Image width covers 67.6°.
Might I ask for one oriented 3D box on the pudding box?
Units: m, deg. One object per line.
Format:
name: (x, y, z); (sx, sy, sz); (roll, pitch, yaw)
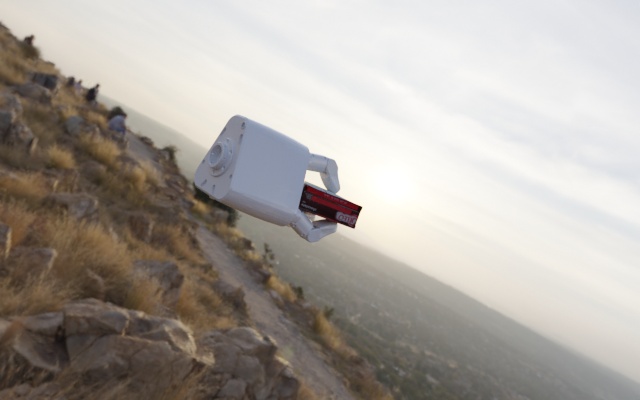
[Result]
pudding box: (0.000, 0.002, 0.688); (0.090, 0.039, 0.113); (22, 3, -15)
